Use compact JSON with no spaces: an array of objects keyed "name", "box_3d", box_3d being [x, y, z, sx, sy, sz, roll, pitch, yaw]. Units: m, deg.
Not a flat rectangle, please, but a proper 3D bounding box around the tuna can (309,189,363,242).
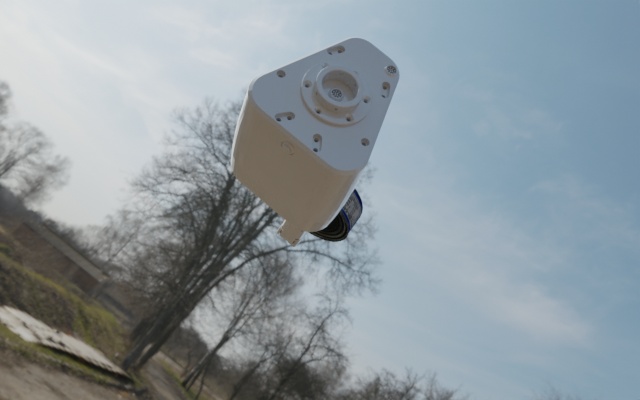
[{"name":"tuna can","box_3d":[0.000,0.001,0.492,0.086,0.086,0.033,0,43,49]}]
